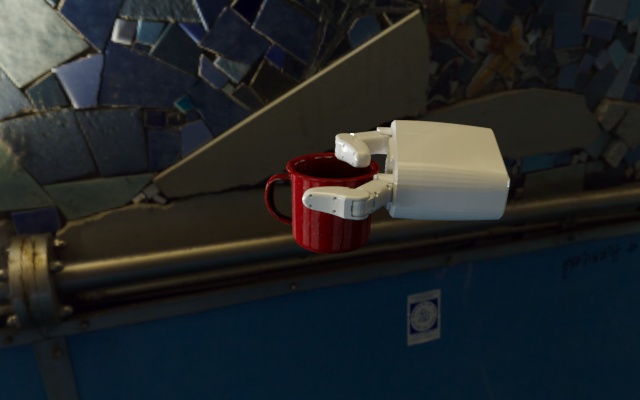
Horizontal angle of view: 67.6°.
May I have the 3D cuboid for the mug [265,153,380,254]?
[{"bbox_3d":[-0.001,0.002,0.492,0.117,0.081,0.093,3,22,6],"label":"mug"}]
